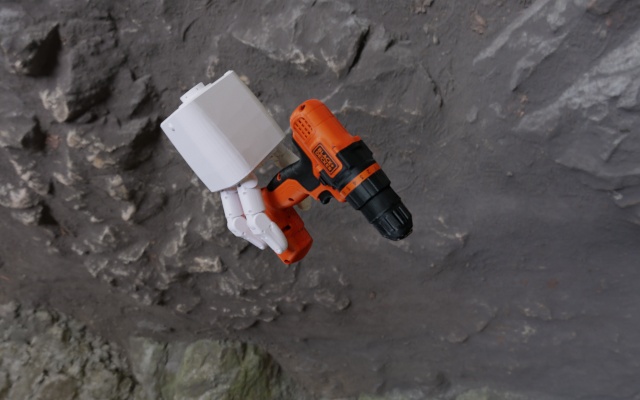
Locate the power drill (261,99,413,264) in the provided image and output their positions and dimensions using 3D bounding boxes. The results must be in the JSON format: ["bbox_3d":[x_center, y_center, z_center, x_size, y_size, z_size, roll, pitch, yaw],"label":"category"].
[{"bbox_3d":[0.000,0.002,0.569,0.057,0.184,0.188,-29,-11,-48],"label":"power drill"}]
